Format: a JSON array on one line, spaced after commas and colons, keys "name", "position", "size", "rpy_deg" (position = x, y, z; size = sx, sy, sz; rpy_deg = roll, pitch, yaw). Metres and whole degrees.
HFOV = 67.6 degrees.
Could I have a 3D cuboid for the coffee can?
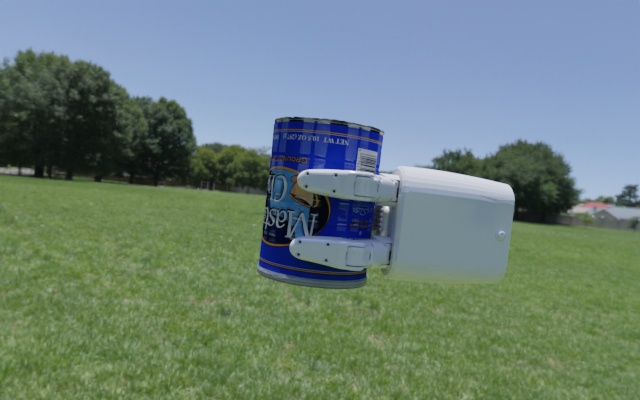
[{"name": "coffee can", "position": [0.000, 0.002, 0.443], "size": [0.103, 0.140, 0.103], "rpy_deg": [7, 2, 0]}]
